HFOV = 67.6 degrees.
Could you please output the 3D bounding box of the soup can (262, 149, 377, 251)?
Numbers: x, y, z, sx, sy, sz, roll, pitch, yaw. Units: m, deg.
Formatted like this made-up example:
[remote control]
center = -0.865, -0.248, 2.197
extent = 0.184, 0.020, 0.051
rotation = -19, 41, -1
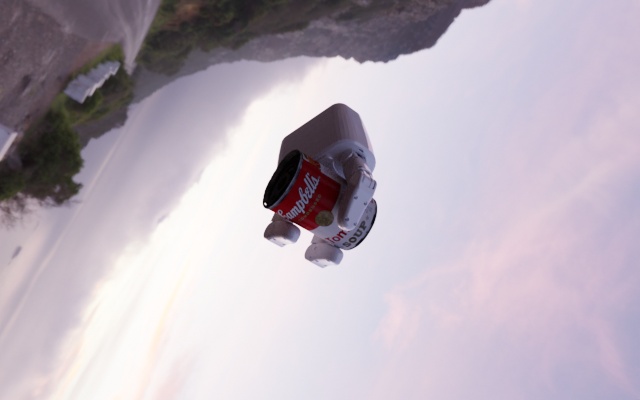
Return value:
[soup can]
center = 0.000, 0.002, 0.498
extent = 0.102, 0.068, 0.068
rotation = 31, -13, -23
